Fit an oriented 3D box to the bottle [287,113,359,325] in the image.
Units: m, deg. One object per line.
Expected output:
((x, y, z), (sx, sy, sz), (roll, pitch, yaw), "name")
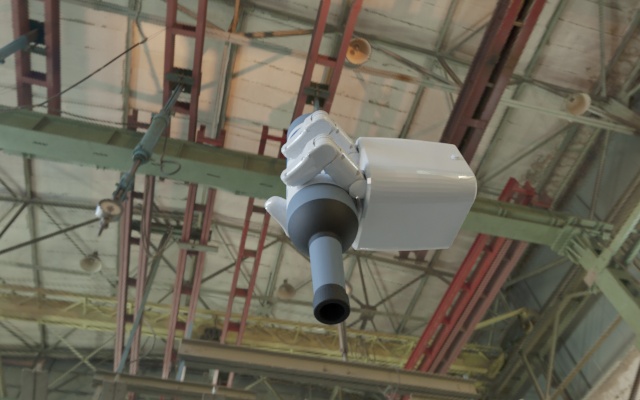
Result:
((0.000, 0.001, 0.471), (0.069, 0.069, 0.295), (0, 33, -4), "bottle")
